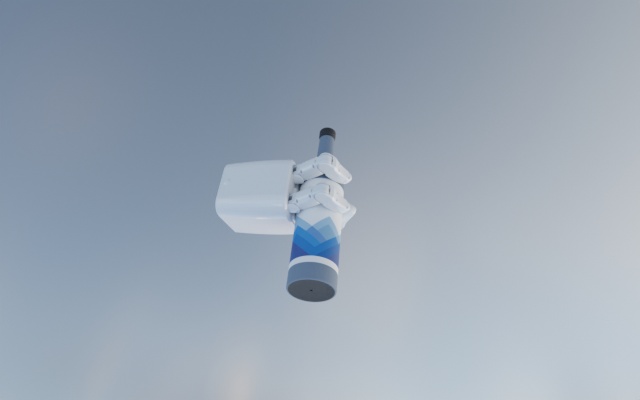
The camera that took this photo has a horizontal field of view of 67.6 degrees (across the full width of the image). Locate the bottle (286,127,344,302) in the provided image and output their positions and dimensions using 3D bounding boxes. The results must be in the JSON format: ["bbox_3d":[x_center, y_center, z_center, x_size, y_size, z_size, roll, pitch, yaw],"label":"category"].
[{"bbox_3d":[0.000,0.003,0.710,0.069,0.295,0.069,4,-38,3],"label":"bottle"}]
